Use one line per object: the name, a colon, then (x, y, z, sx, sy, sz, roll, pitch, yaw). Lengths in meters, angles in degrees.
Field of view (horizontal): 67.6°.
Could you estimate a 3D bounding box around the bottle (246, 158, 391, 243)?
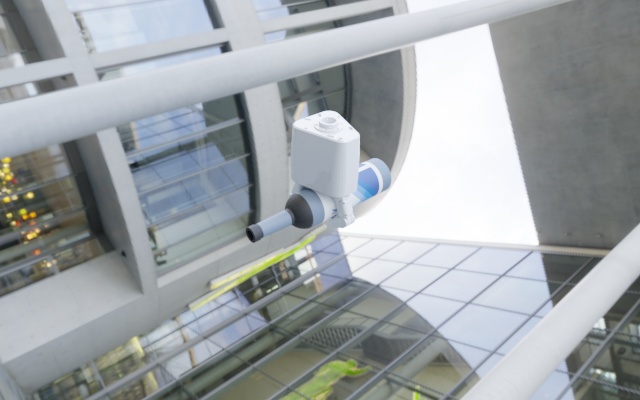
bottle: (0.000, 0.003, 0.838, 0.295, 0.069, 0.069, -25, 14, -33)
